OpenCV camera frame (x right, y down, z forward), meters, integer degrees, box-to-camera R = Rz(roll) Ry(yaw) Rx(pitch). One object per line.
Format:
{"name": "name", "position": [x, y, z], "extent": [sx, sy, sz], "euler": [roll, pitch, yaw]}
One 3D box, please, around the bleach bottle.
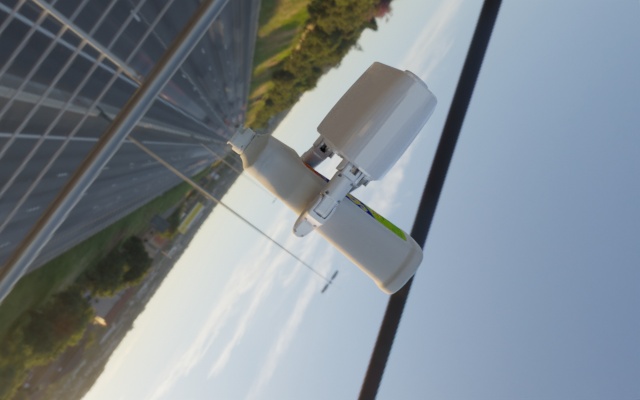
{"name": "bleach bottle", "position": [0.000, 0.002, 0.556], "extent": [0.251, 0.068, 0.102], "euler": [38, 8, -11]}
